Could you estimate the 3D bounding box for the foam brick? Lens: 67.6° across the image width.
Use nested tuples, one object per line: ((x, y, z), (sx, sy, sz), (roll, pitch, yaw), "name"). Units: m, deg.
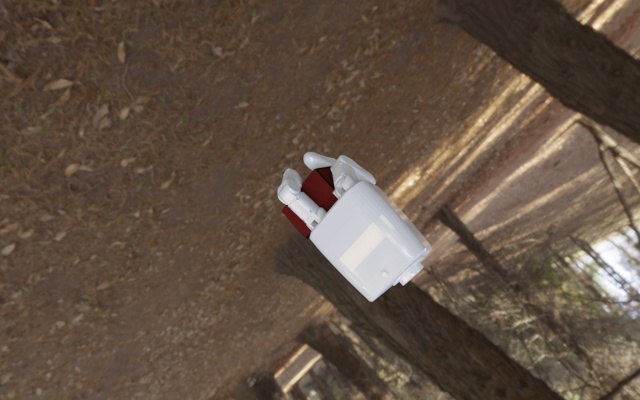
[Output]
((0.000, 0.002, 0.602), (0.078, 0.051, 0.053), (-50, -17, 27), "foam brick")
